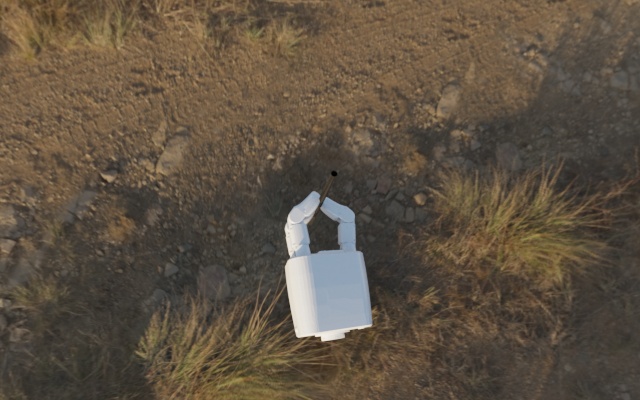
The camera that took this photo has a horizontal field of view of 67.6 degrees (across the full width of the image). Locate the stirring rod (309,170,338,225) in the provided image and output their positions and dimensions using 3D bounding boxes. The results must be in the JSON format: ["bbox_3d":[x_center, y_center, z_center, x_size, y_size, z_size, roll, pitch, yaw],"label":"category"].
[{"bbox_3d":[0.000,0.002,0.691,0.011,0.011,0.239,0,-17,-8],"label":"stirring rod"}]
